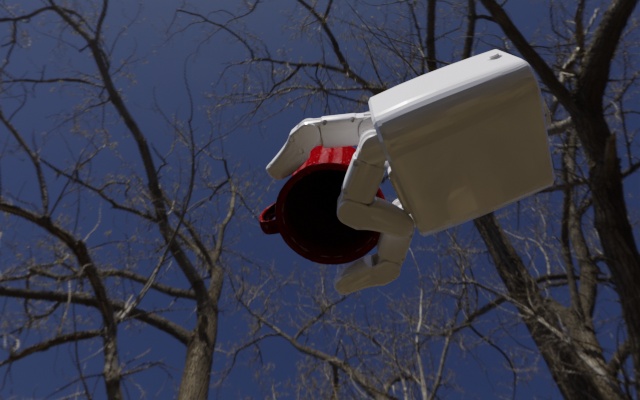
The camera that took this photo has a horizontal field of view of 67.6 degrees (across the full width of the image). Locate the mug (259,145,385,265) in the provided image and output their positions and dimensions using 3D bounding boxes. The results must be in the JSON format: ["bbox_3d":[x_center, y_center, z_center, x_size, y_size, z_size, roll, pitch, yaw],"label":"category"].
[{"bbox_3d":[-0.001,0.002,0.432,0.117,0.093,0.081,-21,20,12],"label":"mug"}]
